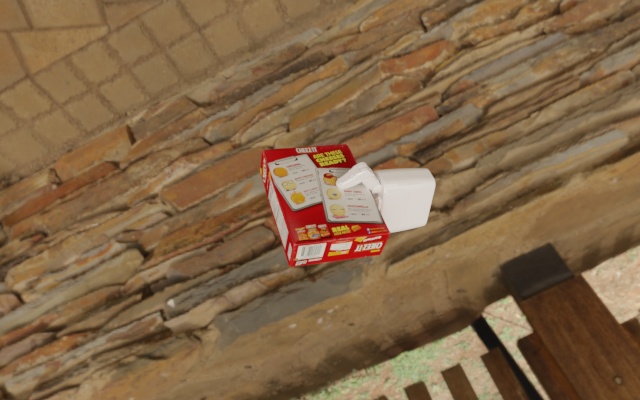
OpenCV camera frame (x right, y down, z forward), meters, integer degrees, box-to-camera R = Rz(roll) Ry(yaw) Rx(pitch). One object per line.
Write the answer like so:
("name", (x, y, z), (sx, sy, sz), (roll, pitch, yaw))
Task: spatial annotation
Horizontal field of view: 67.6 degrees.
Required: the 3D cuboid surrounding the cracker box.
("cracker box", (0.000, 0.003, 0.815), (0.164, 0.213, 0.072), (-6, -41, -20))
